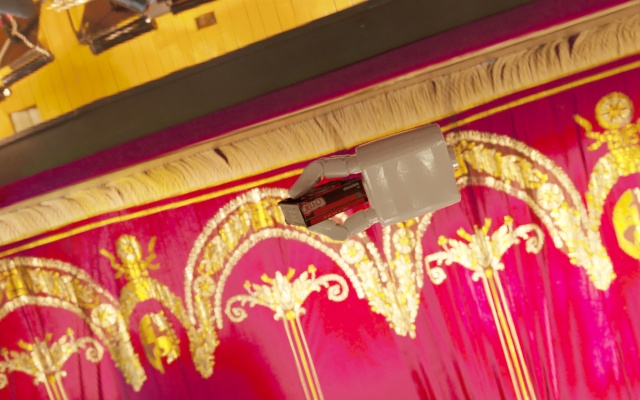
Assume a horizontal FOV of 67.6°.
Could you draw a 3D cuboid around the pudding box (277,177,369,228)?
[{"bbox_3d":[0.000,0.002,0.636,0.090,0.039,0.113,-21,5,-17],"label":"pudding box"}]
